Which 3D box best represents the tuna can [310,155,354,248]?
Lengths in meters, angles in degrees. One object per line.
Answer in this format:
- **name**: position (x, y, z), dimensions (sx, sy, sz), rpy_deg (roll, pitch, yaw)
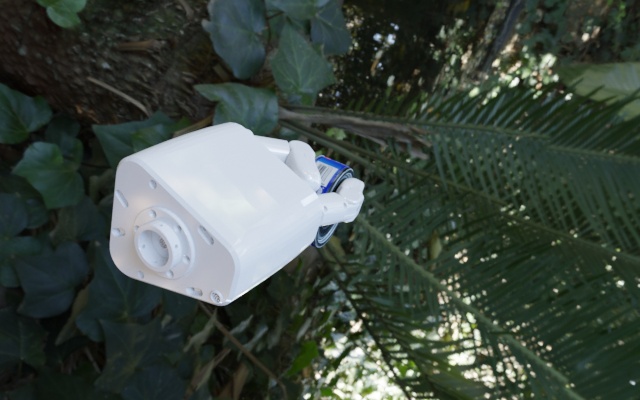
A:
- **tuna can**: position (0.001, 0.002, 0.463), dimensions (0.034, 0.086, 0.086), rpy_deg (23, 7, 16)
